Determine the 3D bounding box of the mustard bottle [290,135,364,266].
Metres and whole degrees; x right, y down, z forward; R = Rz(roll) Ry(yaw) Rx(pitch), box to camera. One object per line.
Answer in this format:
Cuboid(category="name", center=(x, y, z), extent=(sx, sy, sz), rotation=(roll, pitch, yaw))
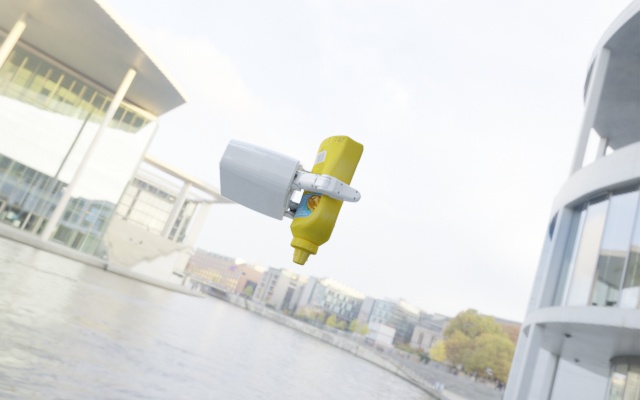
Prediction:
Cuboid(category="mustard bottle", center=(0.001, 0.002, 0.696), extent=(0.058, 0.191, 0.096), rotation=(27, -15, -22))
